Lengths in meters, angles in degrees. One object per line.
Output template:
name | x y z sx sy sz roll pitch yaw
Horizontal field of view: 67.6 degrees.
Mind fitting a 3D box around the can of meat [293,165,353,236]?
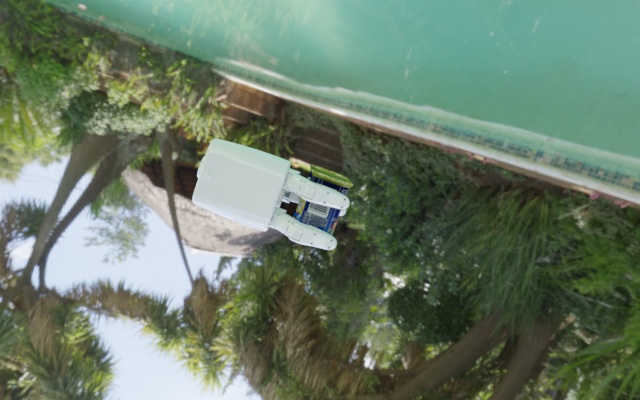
can of meat | 0.000 0.002 0.656 0.057 0.084 0.102 19 8 -7
